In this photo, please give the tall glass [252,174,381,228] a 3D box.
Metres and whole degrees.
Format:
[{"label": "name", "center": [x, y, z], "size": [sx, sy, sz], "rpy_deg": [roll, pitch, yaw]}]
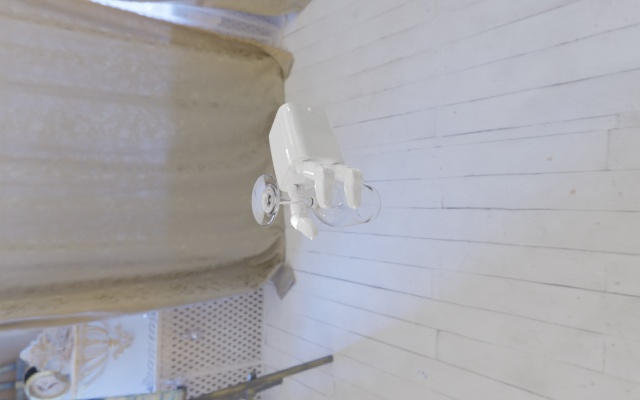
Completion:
[{"label": "tall glass", "center": [0.000, 0.003, 0.734], "size": [0.201, 0.079, 0.079], "rpy_deg": [3, -2, -37]}]
